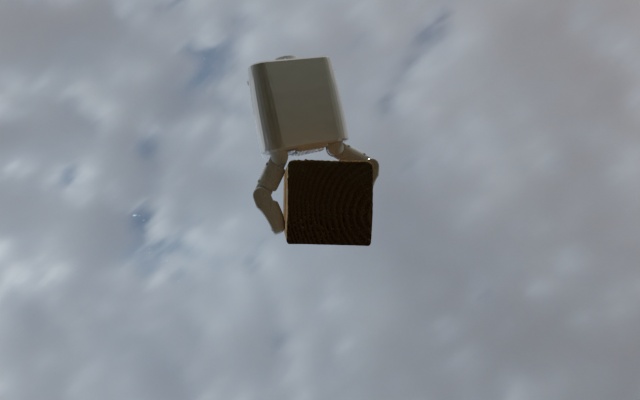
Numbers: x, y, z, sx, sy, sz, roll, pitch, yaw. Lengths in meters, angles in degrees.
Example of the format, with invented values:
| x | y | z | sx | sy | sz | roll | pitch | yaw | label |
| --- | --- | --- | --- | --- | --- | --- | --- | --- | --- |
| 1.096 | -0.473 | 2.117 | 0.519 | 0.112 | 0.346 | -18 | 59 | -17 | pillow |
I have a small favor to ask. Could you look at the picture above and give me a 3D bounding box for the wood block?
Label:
| x | y | z | sx | sy | sz | roll | pitch | yaw | label |
| --- | --- | --- | --- | --- | --- | --- | --- | --- | --- |
| 0.000 | 0.002 | 0.593 | 0.091 | 0.090 | 0.206 | 1 | 1 | -5 | wood block |
